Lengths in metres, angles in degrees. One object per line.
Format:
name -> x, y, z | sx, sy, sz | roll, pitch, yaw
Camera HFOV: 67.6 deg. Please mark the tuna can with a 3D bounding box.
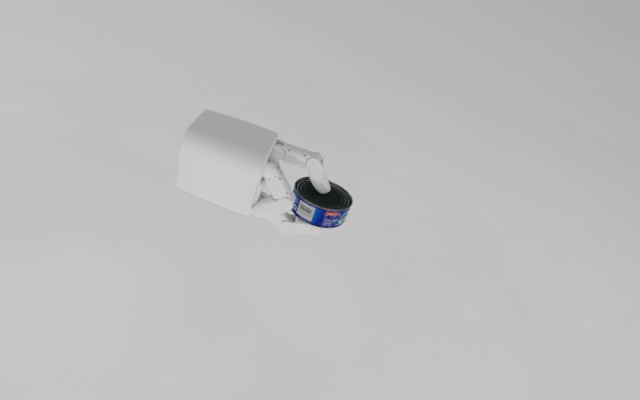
tuna can -> 0.000, 0.003, 0.676 | 0.086, 0.034, 0.086 | 15, 28, -8
